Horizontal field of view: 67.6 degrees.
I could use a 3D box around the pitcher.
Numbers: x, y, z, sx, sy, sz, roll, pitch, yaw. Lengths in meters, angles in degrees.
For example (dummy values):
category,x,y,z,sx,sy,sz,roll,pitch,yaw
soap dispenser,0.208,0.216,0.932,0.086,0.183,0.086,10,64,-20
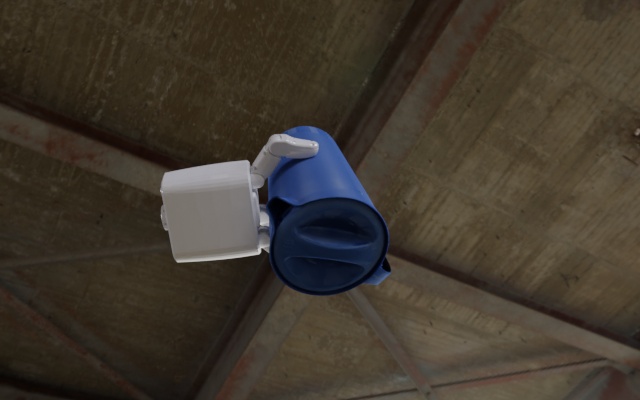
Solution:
category,x,y,z,sx,sy,sz,roll,pitch,yaw
pitcher,0.000,0.002,0.621,0.145,0.149,0.242,-8,31,-5
